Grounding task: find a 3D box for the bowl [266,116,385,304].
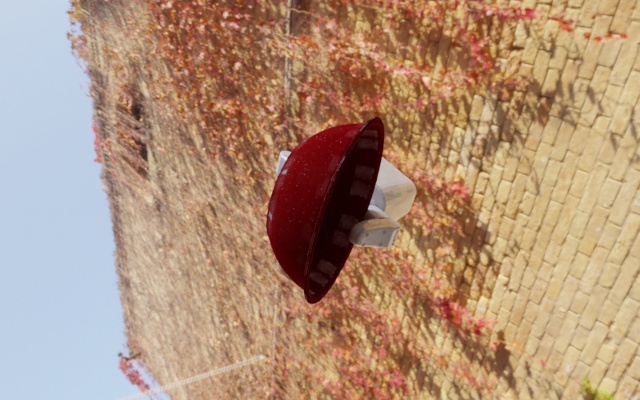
[{"bbox_3d":[-0.001,0.001,0.400,0.055,0.162,0.162,20,5,15],"label":"bowl"}]
